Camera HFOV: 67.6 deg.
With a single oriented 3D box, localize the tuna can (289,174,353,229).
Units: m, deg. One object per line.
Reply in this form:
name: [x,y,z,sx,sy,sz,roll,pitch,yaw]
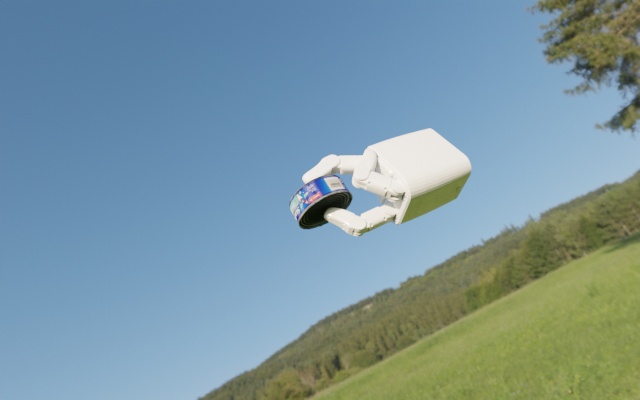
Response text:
tuna can: [0.000,0.002,0.670,0.086,0.033,0.086,-26,-25,-13]
